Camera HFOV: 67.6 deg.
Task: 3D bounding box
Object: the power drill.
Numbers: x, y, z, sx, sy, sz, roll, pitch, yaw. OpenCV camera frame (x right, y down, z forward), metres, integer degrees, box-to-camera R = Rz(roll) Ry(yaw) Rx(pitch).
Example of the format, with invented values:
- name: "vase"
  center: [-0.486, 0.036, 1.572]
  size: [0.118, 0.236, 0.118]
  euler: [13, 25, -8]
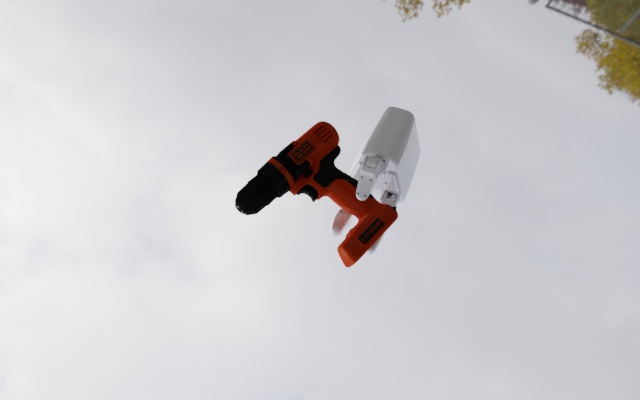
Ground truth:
- name: "power drill"
  center: [0.001, 0.002, 0.670]
  size: [0.184, 0.187, 0.057]
  euler: [-43, -3, -16]
